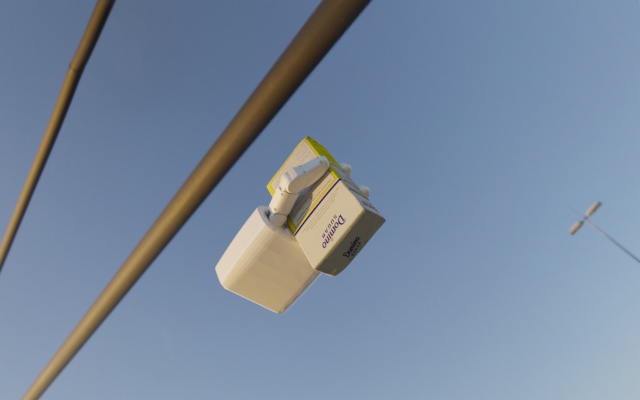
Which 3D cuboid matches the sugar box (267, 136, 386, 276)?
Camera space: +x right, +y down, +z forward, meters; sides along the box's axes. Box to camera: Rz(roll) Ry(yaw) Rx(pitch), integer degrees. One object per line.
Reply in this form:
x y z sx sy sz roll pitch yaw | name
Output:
0.000 0.002 0.591 0.048 0.093 0.176 26 20 -40 | sugar box
